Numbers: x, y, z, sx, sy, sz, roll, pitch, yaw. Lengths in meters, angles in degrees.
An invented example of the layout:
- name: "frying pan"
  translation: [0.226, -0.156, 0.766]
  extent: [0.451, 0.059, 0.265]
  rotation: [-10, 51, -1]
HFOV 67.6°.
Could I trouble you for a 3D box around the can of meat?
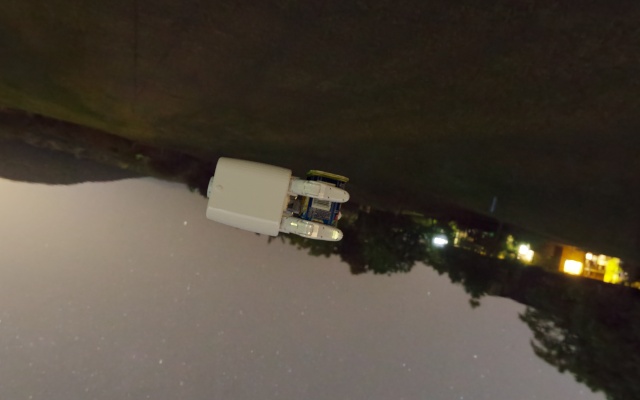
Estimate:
- name: "can of meat"
  translation: [0.000, 0.003, 0.723]
  extent: [0.057, 0.084, 0.102]
  rotation: [13, -2, -8]
